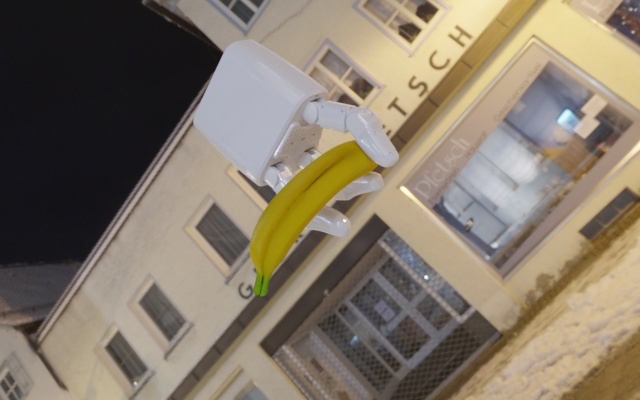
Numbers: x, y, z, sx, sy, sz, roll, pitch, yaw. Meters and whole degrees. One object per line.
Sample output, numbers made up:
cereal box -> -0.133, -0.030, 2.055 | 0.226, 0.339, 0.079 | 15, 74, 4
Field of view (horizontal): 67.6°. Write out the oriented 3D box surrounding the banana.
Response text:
banana -> -0.002, -0.007, 0.427 | 0.037, 0.197, 0.070 | 34, -27, 19
